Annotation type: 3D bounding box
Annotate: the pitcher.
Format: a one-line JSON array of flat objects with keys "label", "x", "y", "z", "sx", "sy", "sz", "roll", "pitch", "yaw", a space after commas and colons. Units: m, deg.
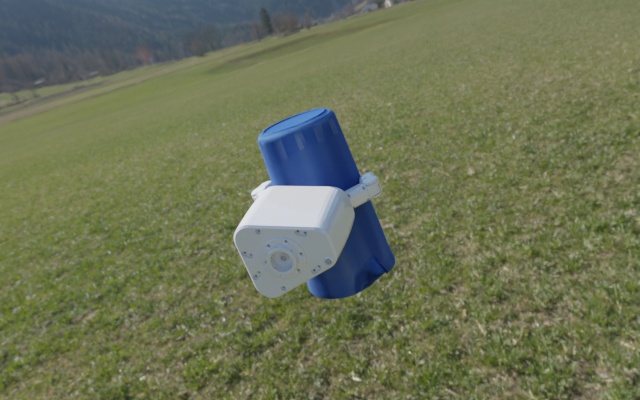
[{"label": "pitcher", "x": 0.000, "y": 0.002, "z": 0.669, "sx": 0.149, "sy": 0.243, "sz": 0.145, "roll": -14, "pitch": 19, "yaw": 19}]
